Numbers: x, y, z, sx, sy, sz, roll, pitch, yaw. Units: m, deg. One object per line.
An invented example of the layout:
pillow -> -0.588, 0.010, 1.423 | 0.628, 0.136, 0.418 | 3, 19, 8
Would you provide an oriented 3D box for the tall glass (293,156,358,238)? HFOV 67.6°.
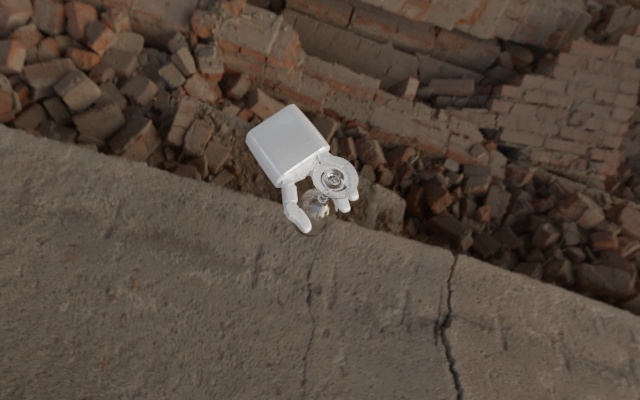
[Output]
tall glass -> 0.000, 0.003, 0.825 | 0.079, 0.079, 0.201 | 0, -24, -14
